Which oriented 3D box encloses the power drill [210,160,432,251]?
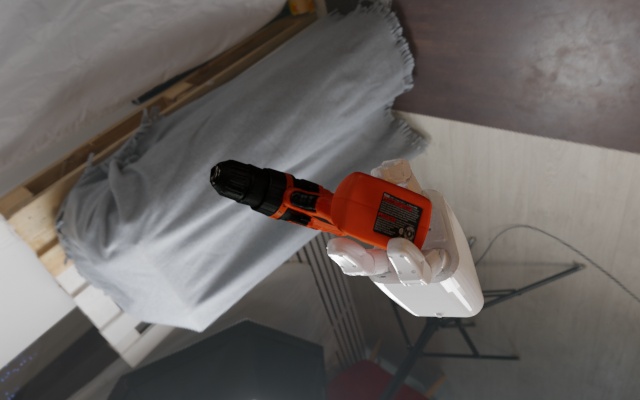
[{"bbox_3d":[0.001,0.002,0.474,0.184,0.057,0.187,17,-4,-32],"label":"power drill"}]
